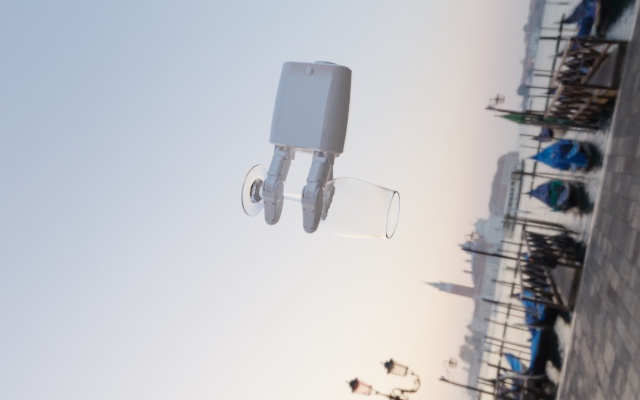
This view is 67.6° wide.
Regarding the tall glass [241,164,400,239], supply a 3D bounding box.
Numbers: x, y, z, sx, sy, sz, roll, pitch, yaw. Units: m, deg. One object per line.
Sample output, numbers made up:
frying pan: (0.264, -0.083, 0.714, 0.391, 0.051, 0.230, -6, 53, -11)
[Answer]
tall glass: (-0.001, 0.002, 0.632, 0.201, 0.079, 0.079, 10, 4, 21)
